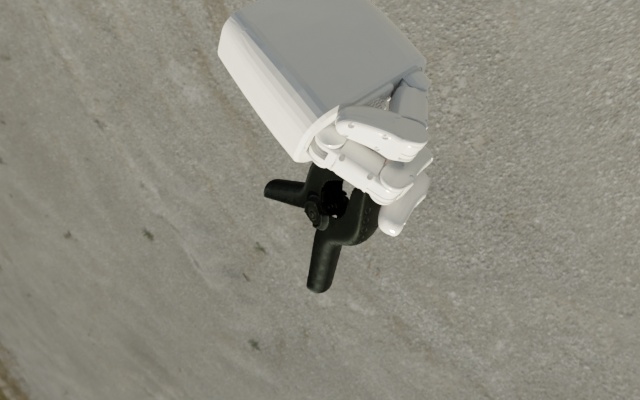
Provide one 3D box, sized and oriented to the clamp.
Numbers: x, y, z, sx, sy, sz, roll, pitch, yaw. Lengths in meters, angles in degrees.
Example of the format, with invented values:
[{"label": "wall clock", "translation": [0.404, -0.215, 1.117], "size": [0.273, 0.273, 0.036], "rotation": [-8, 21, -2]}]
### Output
[{"label": "clamp", "translation": [0.000, 0.002, 0.417], "size": [0.039, 0.120, 0.171], "rotation": [-25, -18, -37]}]
